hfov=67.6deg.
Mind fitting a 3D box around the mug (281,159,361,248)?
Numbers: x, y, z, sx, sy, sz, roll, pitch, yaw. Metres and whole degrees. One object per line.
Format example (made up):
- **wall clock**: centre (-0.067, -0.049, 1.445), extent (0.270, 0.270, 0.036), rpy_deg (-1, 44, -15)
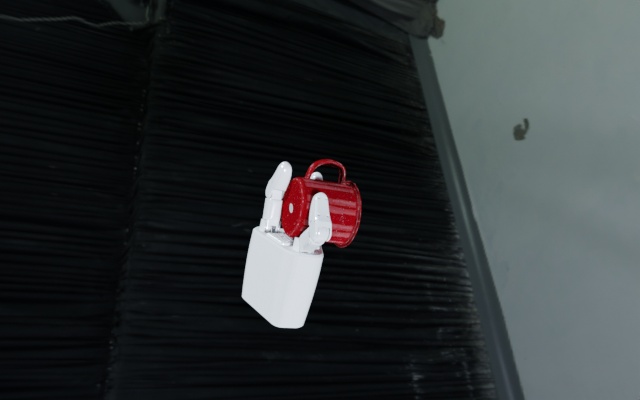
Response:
- **mug**: centre (0.000, 0.001, 0.643), extent (0.081, 0.117, 0.093), rpy_deg (8, 11, -24)
